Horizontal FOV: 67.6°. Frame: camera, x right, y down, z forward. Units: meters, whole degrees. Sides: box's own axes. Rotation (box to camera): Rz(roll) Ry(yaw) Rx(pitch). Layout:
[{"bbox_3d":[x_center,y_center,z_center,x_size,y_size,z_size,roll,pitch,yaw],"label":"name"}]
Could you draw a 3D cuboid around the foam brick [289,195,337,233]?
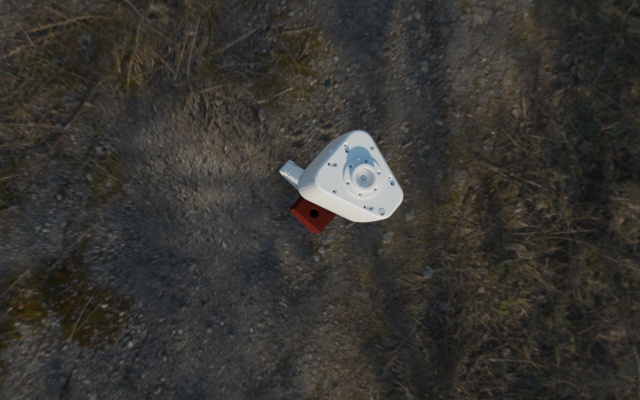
[{"bbox_3d":[0.000,0.003,0.699,0.053,0.078,0.051,42,-9,-8],"label":"foam brick"}]
